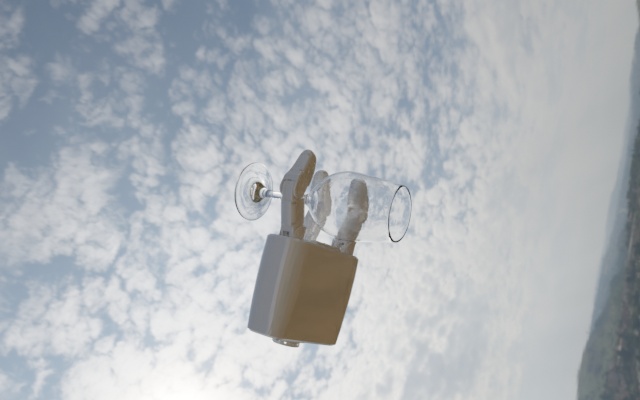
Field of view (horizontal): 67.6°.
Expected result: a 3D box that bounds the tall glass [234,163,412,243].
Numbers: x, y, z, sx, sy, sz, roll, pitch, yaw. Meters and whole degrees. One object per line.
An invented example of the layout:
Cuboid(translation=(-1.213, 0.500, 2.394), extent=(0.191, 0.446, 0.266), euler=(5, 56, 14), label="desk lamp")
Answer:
Cuboid(translation=(0.000, 0.002, 0.553), extent=(0.201, 0.079, 0.079), euler=(8, 4, 31), label="tall glass")
